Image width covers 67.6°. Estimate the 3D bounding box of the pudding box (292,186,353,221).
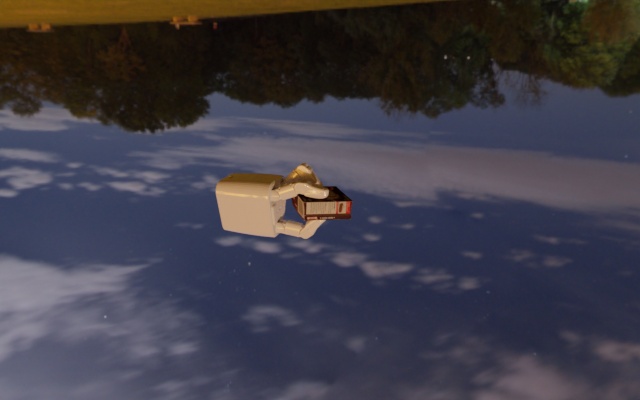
[{"bbox_3d":[0.000,0.003,0.877,0.090,0.039,0.113,-2,18,-14],"label":"pudding box"}]
